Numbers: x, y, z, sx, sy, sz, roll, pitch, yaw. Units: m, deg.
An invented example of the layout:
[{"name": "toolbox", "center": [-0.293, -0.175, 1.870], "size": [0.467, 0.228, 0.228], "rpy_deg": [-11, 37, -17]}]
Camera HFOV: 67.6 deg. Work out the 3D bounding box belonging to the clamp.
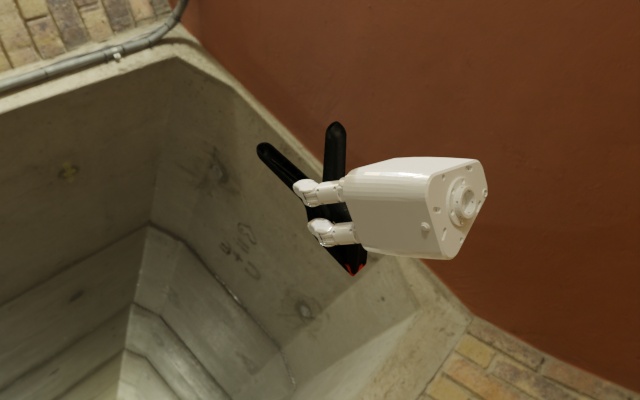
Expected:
[{"name": "clamp", "center": [0.001, 0.002, 0.616], "size": [0.036, 0.210, 0.164], "rpy_deg": [-37, 26, -33]}]
